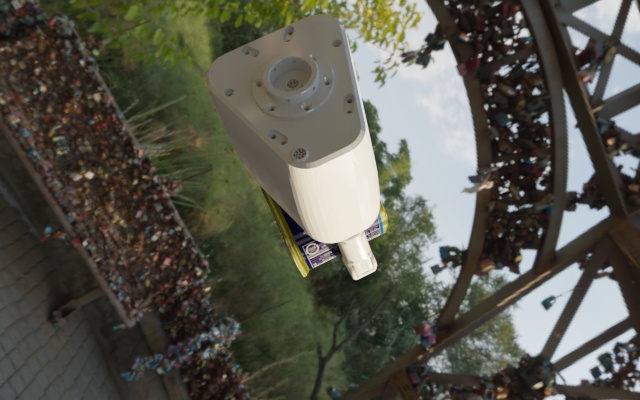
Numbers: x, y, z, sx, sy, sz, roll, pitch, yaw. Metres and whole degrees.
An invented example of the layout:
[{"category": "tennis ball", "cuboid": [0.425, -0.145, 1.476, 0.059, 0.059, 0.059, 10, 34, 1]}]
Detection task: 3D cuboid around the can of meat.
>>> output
[{"category": "can of meat", "cuboid": [0.000, 0.001, 0.418, 0.084, 0.102, 0.057, -26, -31, -4]}]
